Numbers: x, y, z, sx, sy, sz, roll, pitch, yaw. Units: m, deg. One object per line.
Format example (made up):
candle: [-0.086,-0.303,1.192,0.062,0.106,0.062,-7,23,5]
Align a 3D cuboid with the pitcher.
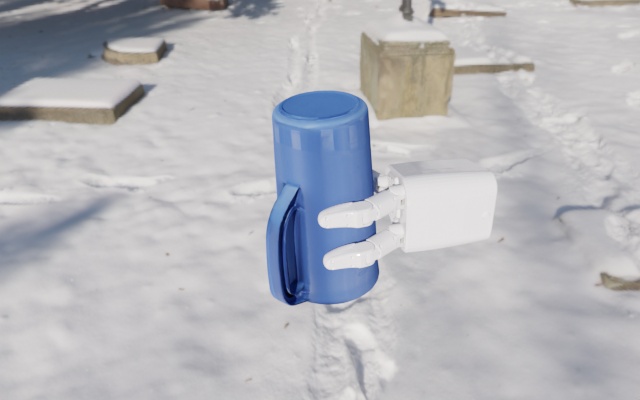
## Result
pitcher: [0.000,0.002,0.579,0.145,0.243,0.149,-7,31,-4]
